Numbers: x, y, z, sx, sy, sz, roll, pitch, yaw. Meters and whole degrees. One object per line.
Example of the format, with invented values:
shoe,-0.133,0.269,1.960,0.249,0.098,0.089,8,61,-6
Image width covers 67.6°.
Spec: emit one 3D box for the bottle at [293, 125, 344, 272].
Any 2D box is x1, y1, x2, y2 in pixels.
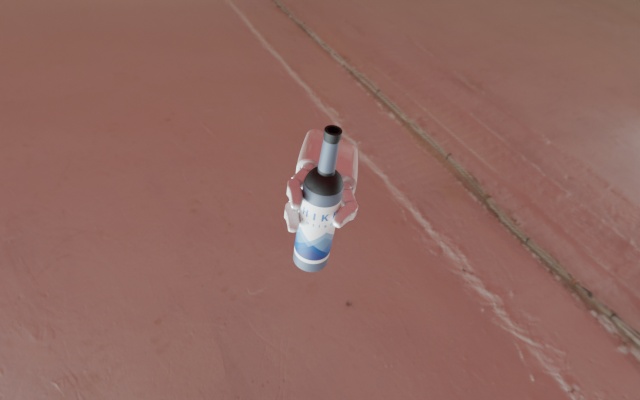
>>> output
bottle,0.000,0.003,0.807,0.069,0.296,0.069,6,42,-5
